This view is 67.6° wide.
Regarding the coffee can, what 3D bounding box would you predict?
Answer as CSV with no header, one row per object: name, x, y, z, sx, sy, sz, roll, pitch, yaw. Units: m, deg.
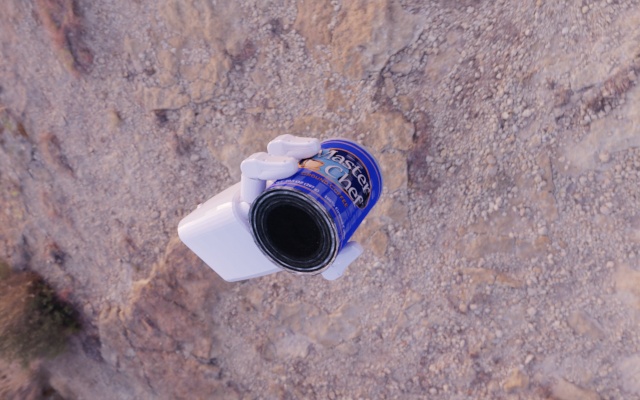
coffee can,0.000,0.002,0.530,0.103,0.103,0.140,0,27,28
